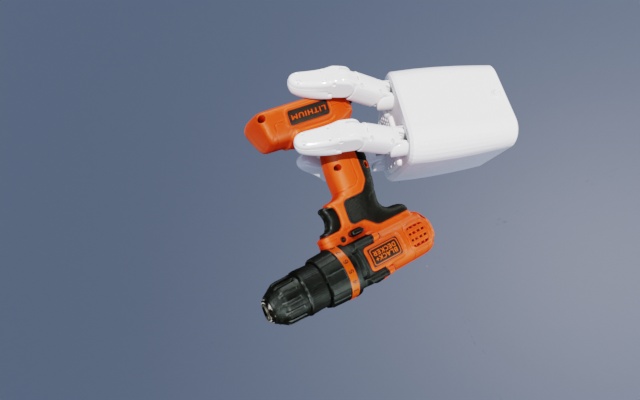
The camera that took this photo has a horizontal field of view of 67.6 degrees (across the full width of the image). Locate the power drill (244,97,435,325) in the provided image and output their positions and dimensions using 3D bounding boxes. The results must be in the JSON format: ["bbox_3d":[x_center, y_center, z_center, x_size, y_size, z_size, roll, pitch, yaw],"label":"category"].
[{"bbox_3d":[0.000,0.001,0.450,0.184,0.187,0.057,-24,-2,-26],"label":"power drill"}]
